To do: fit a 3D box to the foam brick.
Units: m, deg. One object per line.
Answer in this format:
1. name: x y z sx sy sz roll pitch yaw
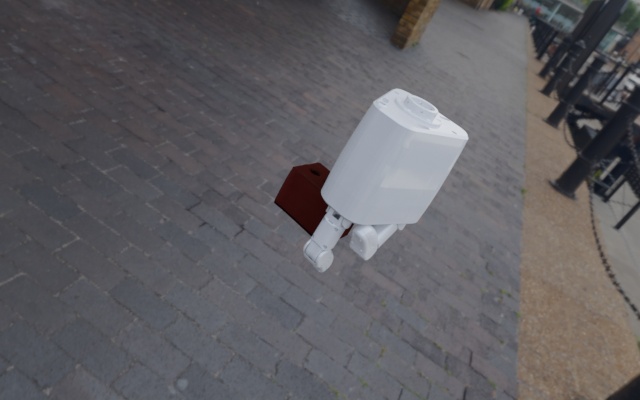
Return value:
1. foam brick: 0.000 0.002 0.521 0.078 0.051 0.053 40 30 22
